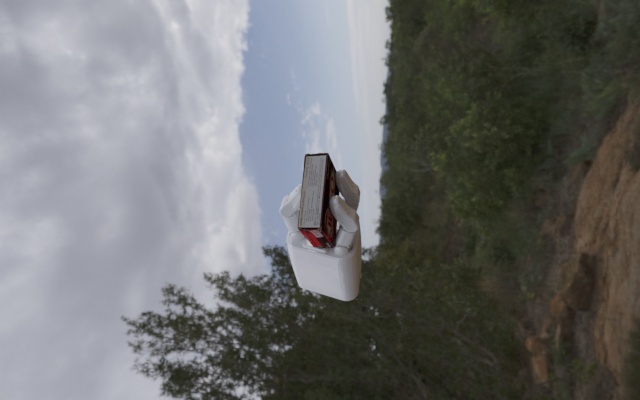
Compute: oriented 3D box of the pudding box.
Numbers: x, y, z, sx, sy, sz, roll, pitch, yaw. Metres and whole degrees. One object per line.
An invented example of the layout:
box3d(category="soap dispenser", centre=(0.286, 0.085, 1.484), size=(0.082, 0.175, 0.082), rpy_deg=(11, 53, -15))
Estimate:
box3d(category="pudding box", centre=(0.000, 0.002, 0.674), size=(0.039, 0.113, 0.090), rpy_deg=(-2, -21, 12))
